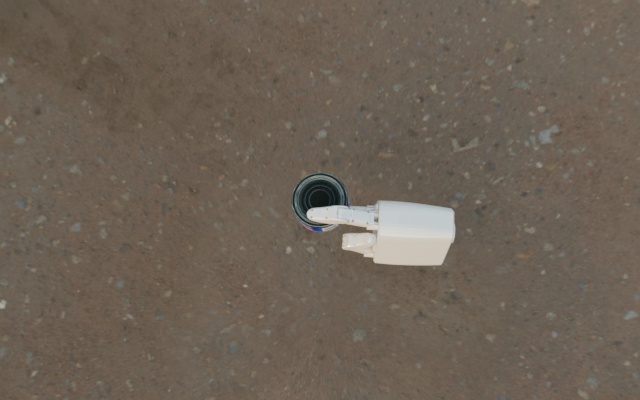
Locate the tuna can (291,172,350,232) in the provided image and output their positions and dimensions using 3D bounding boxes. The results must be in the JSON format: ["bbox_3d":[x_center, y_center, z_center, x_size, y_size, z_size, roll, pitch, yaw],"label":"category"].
[{"bbox_3d":[0.000,0.002,0.710,0.086,0.086,0.034,0,-14,6],"label":"tuna can"}]
